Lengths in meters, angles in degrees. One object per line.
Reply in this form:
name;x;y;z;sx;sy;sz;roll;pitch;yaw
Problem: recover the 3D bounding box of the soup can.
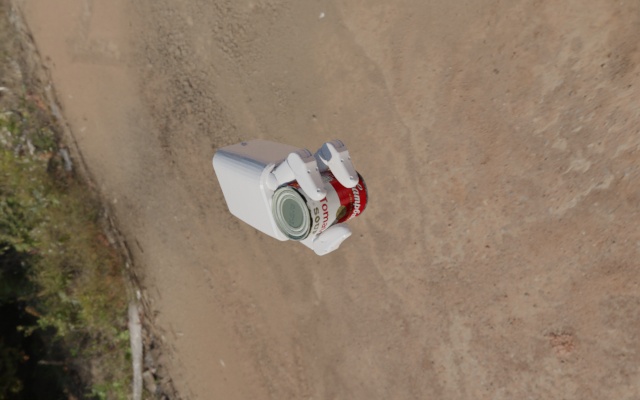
soup can;0.000;0.002;0.575;0.068;0.068;0.102;0;15;46
